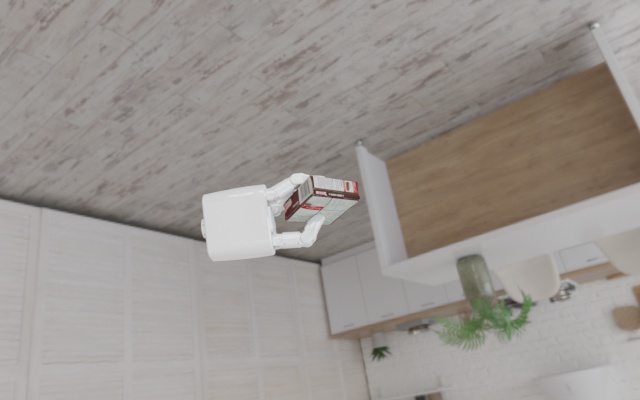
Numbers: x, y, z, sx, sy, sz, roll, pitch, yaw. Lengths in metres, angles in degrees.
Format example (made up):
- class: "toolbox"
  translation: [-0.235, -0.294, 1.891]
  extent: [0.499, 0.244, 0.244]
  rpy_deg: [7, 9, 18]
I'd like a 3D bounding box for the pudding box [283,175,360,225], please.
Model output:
- class: "pudding box"
  translation: [0.000, 0.003, 0.804]
  extent: [0.090, 0.039, 0.113]
  rpy_deg: [5, -26, -27]
